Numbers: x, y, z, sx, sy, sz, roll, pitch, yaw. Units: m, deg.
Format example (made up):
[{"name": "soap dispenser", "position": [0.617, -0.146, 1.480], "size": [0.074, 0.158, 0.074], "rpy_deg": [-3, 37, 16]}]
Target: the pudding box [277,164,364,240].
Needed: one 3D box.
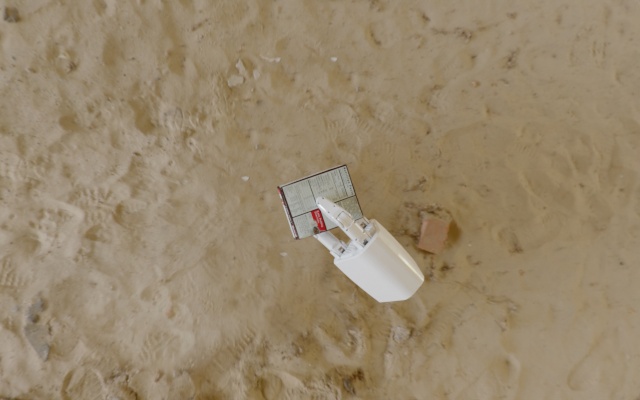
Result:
[{"name": "pudding box", "position": [0.000, 0.002, 0.739], "size": [0.113, 0.090, 0.039], "rpy_deg": [-19, 3, -12]}]
